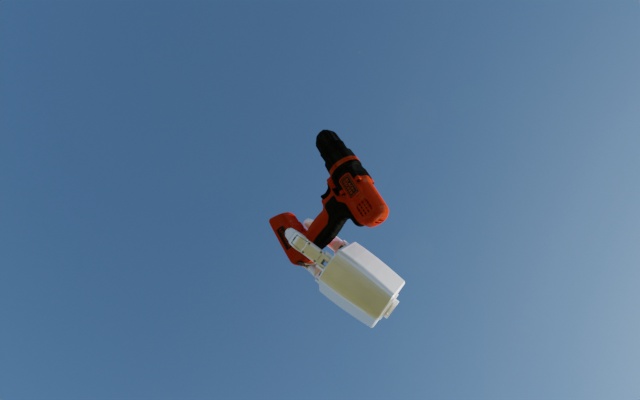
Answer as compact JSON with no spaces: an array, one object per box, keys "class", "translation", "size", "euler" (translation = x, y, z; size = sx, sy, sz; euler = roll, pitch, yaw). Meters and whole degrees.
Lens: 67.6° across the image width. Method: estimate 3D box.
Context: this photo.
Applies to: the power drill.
[{"class":"power drill","translation":[0.000,0.003,0.774],"size":[0.188,0.184,0.057],"euler":[-45,-30,26]}]
